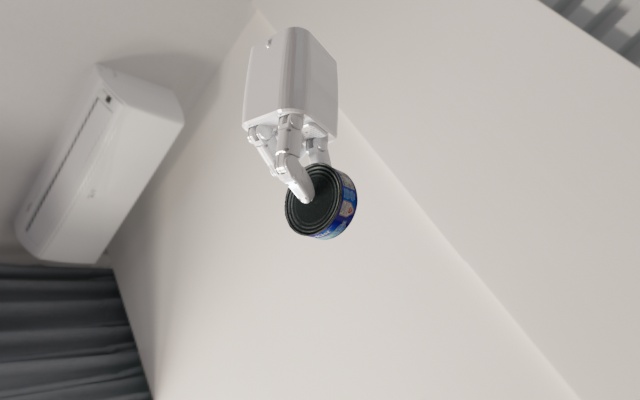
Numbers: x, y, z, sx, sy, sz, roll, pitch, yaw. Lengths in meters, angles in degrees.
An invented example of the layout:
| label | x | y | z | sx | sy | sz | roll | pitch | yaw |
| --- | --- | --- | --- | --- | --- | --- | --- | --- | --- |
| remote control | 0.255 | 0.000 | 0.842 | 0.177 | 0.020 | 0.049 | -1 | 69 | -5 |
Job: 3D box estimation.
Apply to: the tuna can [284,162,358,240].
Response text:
| label | x | y | z | sx | sy | sz | roll | pitch | yaw |
| --- | --- | --- | --- | --- | --- | --- | --- | --- | --- |
| tuna can | 0.000 | 0.002 | 0.552 | 0.086 | 0.086 | 0.034 | 0 | -14 | 41 |
